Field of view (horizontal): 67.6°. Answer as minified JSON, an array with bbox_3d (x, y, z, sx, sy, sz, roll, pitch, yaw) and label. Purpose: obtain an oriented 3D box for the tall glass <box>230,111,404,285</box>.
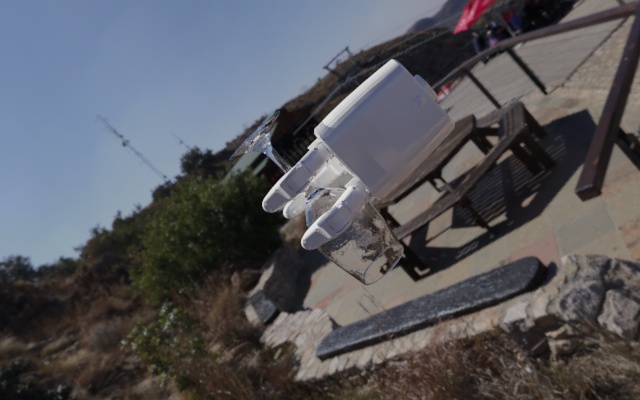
[{"bbox_3d":[-0.001,0.001,0.517,0.079,0.201,0.079,-44,7,7],"label":"tall glass"}]
